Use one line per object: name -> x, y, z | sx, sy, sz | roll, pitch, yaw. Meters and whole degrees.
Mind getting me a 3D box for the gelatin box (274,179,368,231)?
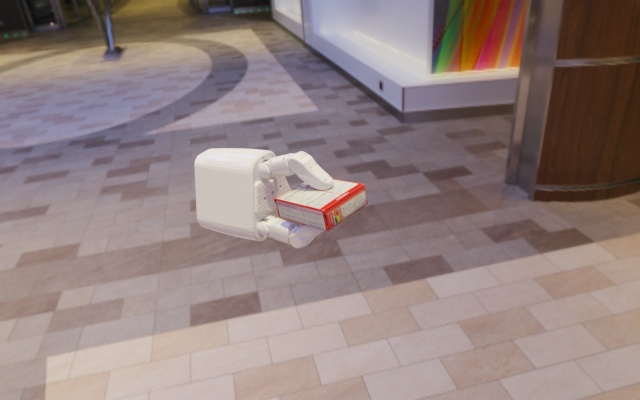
gelatin box -> 0.000, 0.002, 0.578 | 0.089, 0.030, 0.073 | 11, 33, 44
